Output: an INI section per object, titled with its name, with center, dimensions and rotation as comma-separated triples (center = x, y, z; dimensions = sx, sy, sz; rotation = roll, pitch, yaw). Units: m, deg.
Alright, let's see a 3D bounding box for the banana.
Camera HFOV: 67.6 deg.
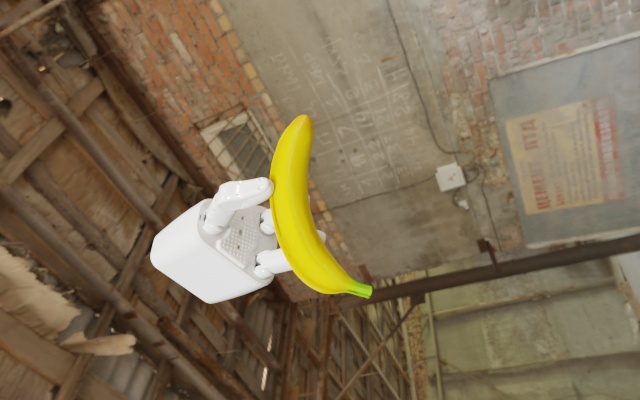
[banana]
center = -0.015, 0.007, 0.458
dimensions = 0.069, 0.197, 0.037
rotation = -9, -20, -28
